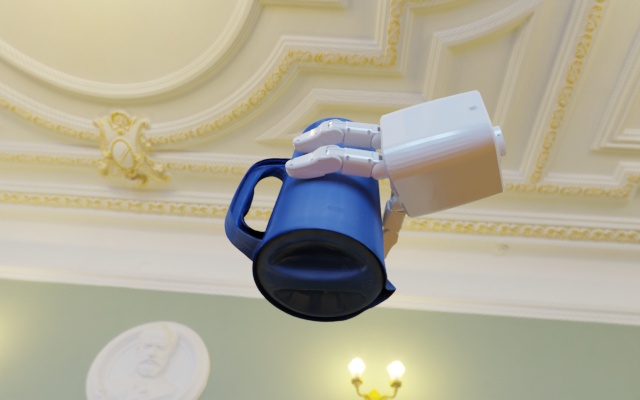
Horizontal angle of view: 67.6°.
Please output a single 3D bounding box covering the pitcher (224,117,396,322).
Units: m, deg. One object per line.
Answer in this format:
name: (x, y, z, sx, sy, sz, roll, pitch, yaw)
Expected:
pitcher: (0.000, 0.002, 0.550, 0.145, 0.149, 0.242, -15, 35, 18)
